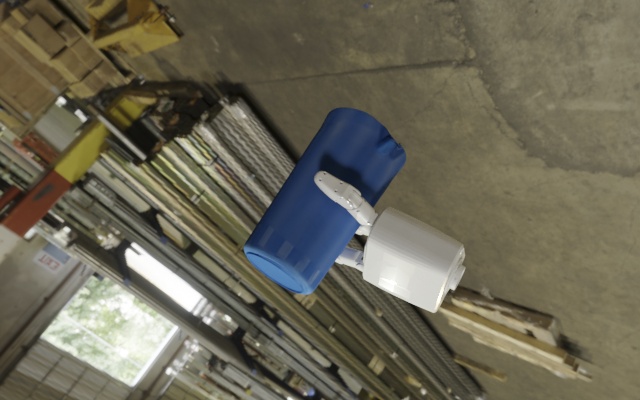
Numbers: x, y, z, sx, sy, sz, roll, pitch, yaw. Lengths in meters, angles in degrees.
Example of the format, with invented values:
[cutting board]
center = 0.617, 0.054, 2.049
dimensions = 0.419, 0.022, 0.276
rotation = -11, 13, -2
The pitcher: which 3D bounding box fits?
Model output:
[pitcher]
center = 0.000, 0.002, 0.662
dimensions = 0.145, 0.242, 0.149
rotation = 27, -23, 20
